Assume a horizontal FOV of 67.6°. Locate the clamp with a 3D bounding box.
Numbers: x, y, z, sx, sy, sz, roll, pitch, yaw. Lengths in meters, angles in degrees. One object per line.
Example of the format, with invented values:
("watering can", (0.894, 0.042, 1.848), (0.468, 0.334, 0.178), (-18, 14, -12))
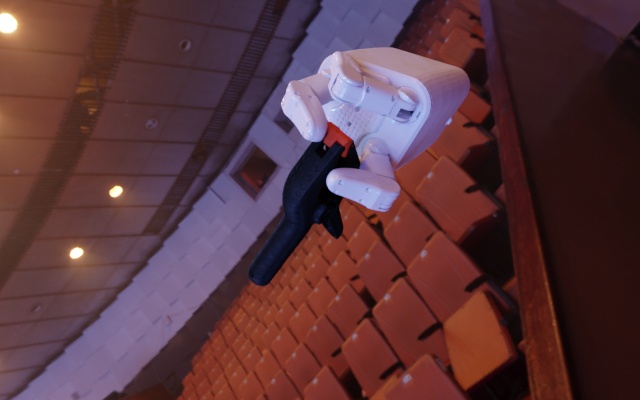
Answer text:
("clamp", (0.000, 0.001, 0.440), (0.039, 0.172, 0.120), (41, 39, 16))
